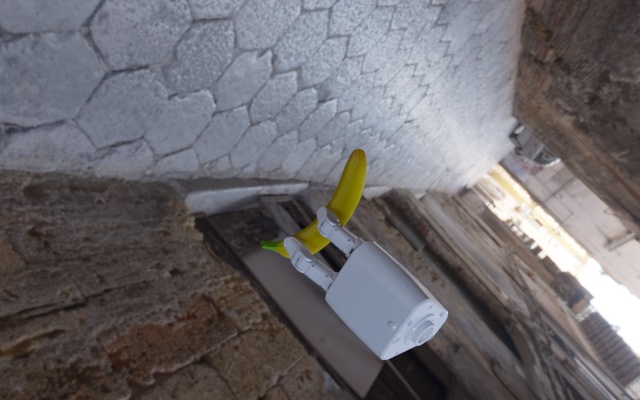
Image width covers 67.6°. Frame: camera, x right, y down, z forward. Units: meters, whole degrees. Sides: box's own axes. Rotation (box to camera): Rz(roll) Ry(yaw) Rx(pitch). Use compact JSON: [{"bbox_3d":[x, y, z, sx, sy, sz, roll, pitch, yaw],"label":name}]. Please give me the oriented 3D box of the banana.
[{"bbox_3d":[0.009,0.017,0.673,0.070,0.198,0.037,47,-6,-28],"label":"banana"}]
